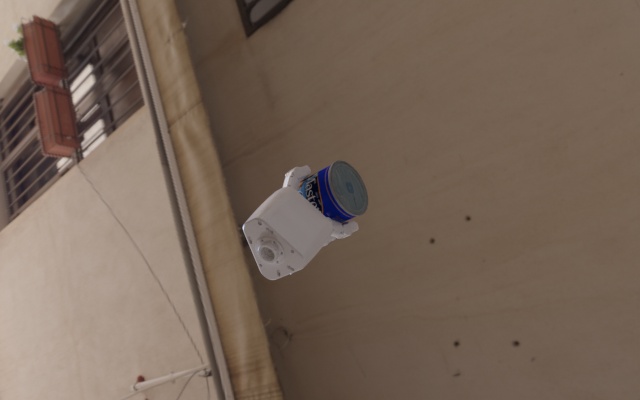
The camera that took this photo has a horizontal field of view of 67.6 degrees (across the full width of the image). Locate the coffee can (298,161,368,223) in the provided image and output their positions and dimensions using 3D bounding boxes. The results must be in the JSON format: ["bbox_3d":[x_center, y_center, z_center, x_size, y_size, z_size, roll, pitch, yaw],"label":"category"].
[{"bbox_3d":[0.000,0.003,0.863,0.140,0.102,0.103,-26,-16,34],"label":"coffee can"}]
